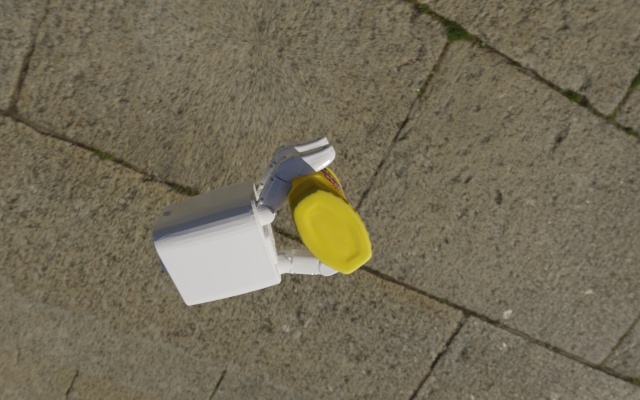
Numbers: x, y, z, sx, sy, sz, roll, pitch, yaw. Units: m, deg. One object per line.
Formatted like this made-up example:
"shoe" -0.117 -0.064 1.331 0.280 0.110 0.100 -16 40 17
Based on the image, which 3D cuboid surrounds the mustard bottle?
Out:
"mustard bottle" 0.000 0.002 0.532 0.058 0.096 0.191 -39 18 6
